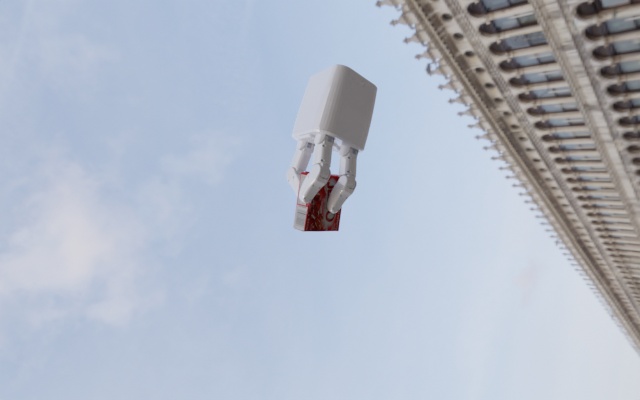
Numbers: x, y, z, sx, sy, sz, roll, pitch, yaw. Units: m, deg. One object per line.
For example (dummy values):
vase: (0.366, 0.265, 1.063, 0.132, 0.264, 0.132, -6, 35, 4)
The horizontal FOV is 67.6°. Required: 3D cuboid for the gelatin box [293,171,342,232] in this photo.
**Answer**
gelatin box: (0.000, 0.003, 0.731, 0.073, 0.089, 0.030, 3, 8, -43)
